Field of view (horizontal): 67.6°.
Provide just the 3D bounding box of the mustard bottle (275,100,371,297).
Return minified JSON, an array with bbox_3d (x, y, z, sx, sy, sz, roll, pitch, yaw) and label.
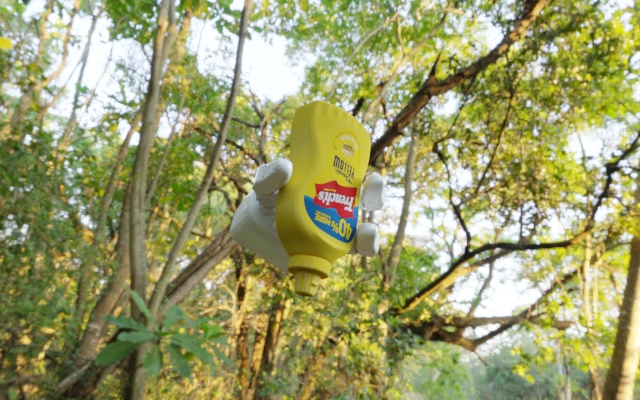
[{"bbox_3d":[0.000,0.001,0.483,0.058,0.191,0.096,-10,-30,41],"label":"mustard bottle"}]
